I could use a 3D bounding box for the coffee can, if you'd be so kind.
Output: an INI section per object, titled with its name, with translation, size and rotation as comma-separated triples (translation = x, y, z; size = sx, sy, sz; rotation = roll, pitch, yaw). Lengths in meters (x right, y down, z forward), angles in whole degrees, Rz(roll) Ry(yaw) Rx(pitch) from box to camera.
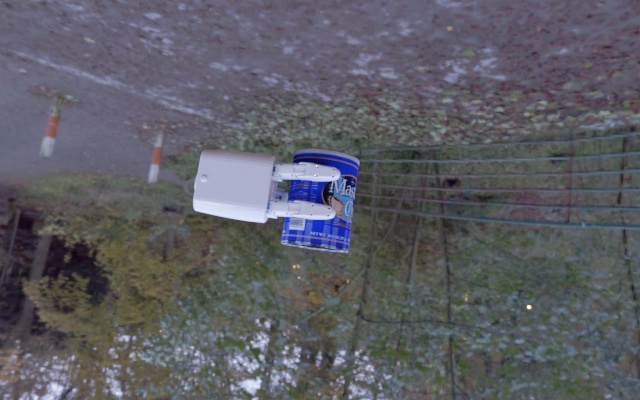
[coffee can]
translation = 0.000, 0.002, 0.723
size = 0.103, 0.140, 0.103
rotation = 7, -9, 1
